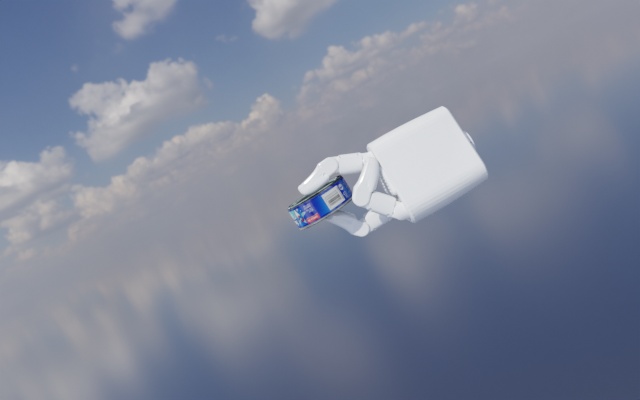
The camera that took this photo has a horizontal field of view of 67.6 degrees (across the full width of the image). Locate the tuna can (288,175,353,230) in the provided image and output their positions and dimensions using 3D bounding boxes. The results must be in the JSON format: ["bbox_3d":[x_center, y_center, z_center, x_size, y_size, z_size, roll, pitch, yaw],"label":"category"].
[{"bbox_3d":[0.000,0.002,0.626,0.086,0.034,0.086,-32,6,4],"label":"tuna can"}]
